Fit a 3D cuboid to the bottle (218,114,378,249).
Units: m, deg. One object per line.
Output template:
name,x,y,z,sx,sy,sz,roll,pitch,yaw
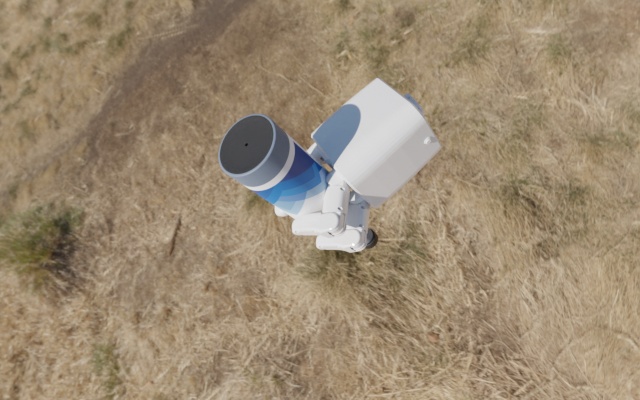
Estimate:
bottle,0.000,0.002,0.564,0.069,0.069,0.296,0,-22,31
